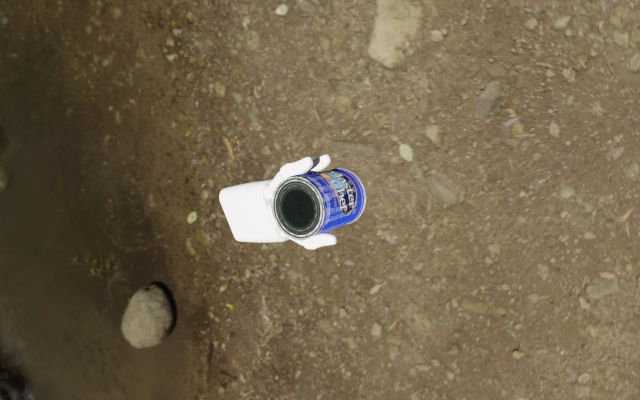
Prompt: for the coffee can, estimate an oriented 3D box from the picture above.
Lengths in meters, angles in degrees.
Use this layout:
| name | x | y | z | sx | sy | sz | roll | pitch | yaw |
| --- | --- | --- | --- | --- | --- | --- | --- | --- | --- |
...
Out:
| name | x | y | z | sx | sy | sz | roll | pitch | yaw |
| --- | --- | --- | --- | --- | --- | --- | --- | --- | --- |
| coffee can | 0.000 | 0.003 | 0.807 | 0.103 | 0.103 | 0.140 | 0 | 8 | 33 |
